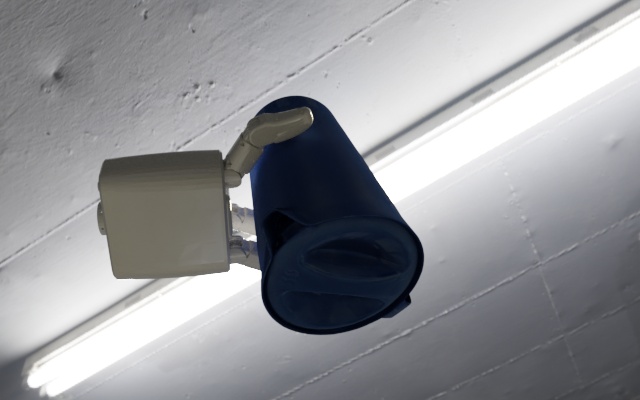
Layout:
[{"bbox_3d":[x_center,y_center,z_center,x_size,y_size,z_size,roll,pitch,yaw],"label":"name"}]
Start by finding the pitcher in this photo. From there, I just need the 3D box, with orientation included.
[{"bbox_3d":[0.000,0.002,0.469,0.145,0.149,0.242,-6,38,-12],"label":"pitcher"}]
